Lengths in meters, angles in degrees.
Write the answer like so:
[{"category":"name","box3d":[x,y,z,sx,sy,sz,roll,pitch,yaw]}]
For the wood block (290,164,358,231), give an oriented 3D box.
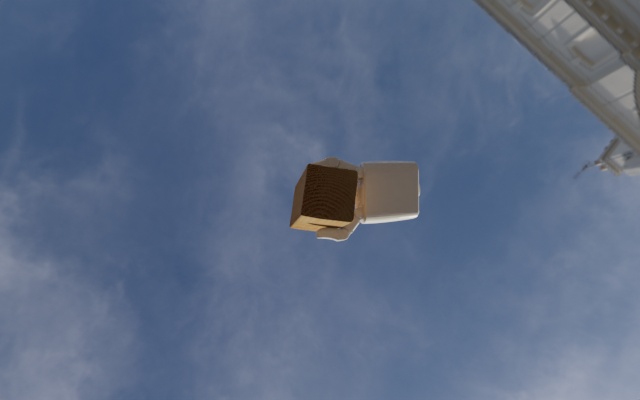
[{"category":"wood block","box3d":[0.000,0.003,0.887,0.090,0.091,0.206,8,-10,-7]}]
